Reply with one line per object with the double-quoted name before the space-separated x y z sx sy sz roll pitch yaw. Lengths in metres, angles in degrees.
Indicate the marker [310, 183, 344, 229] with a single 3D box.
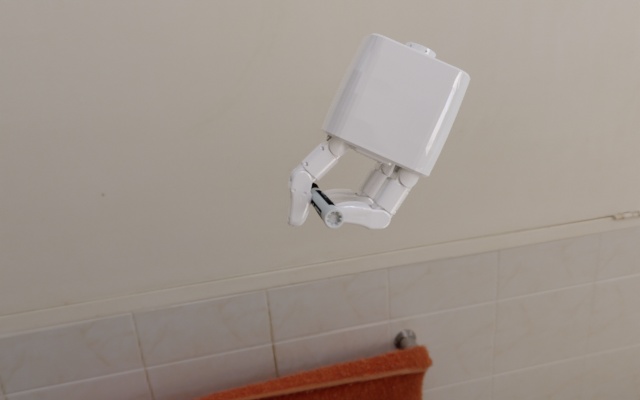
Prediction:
"marker" 0.000 0.002 0.483 0.020 0.020 0.121 0 14 -12
